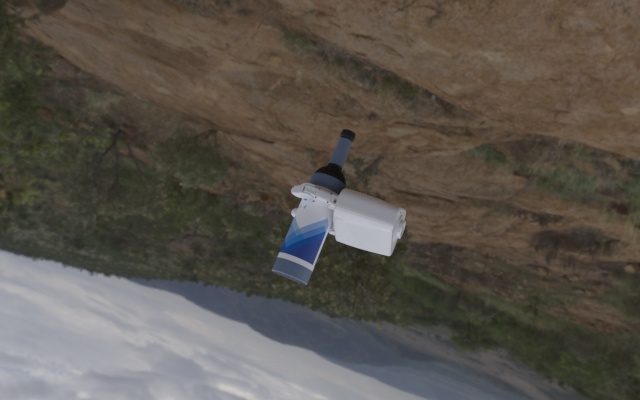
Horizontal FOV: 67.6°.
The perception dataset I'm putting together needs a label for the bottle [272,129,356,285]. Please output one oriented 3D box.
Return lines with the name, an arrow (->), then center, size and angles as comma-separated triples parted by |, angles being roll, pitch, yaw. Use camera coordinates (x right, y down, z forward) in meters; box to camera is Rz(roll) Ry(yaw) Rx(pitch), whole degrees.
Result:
bottle -> 0.000, 0.003, 0.869 | 0.069, 0.295, 0.069 | 21, -15, 6
